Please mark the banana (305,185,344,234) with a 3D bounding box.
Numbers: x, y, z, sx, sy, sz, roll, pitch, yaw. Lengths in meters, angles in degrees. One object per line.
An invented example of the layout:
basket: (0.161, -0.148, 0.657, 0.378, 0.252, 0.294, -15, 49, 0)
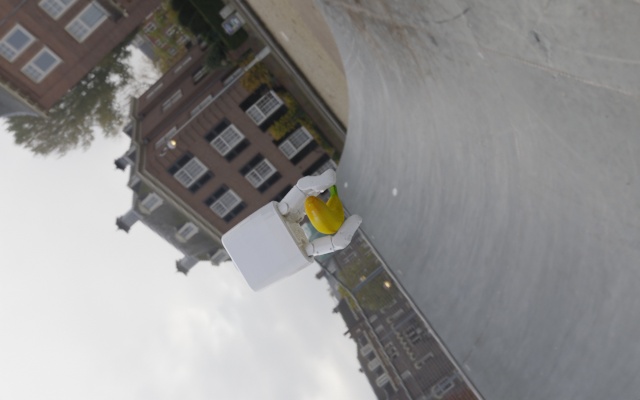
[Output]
banana: (0.008, 0.019, 0.734, 0.037, 0.069, 0.198, -24, 2, 11)
